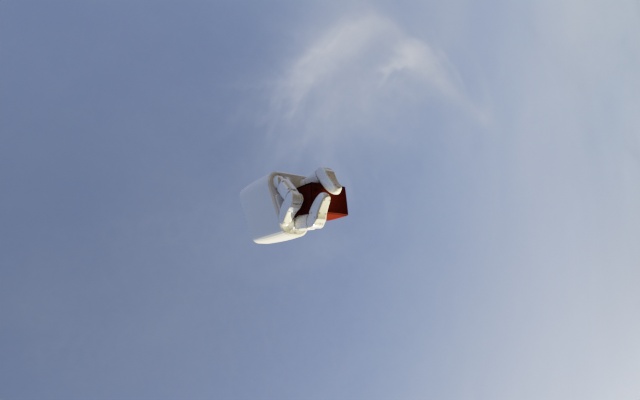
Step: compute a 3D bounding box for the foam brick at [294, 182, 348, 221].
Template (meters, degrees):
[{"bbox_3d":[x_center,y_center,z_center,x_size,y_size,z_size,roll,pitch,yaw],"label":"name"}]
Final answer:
[{"bbox_3d":[0.000,0.003,0.811,0.078,0.053,0.051,7,-18,-38],"label":"foam brick"}]
